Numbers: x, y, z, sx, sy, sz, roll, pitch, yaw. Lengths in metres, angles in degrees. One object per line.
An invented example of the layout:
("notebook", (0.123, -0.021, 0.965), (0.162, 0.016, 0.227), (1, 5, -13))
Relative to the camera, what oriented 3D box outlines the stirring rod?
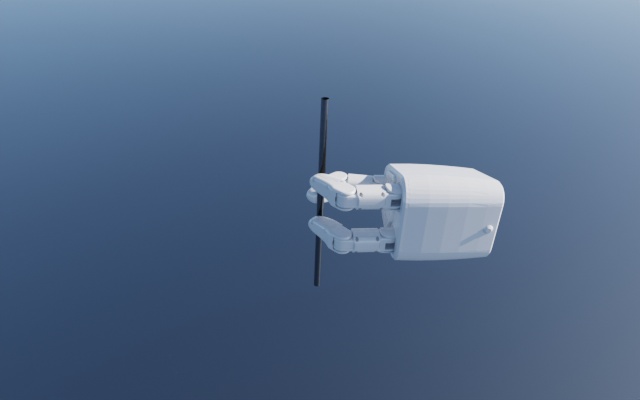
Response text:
("stirring rod", (0.000, 0.002, 0.537), (0.011, 0.240, 0.011), (2, 31, -1))
